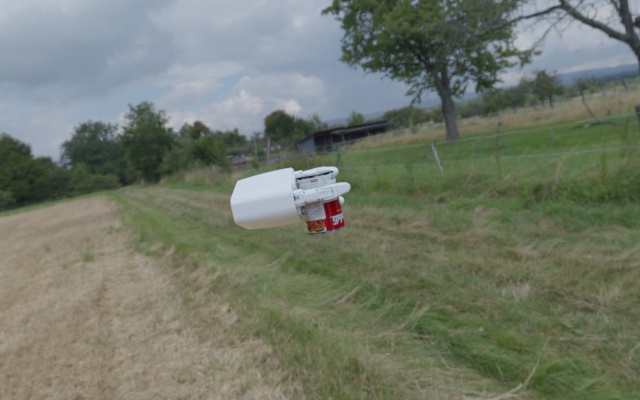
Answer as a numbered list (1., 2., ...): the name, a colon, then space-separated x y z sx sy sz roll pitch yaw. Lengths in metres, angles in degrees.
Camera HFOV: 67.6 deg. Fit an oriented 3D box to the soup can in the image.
1. soup can: 0.001 0.002 0.834 0.068 0.102 0.068 -12 6 1
